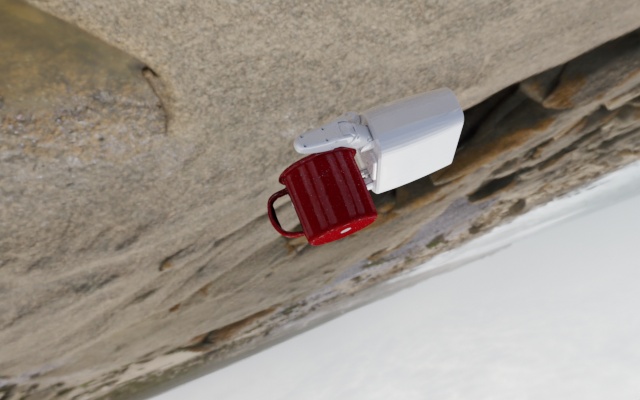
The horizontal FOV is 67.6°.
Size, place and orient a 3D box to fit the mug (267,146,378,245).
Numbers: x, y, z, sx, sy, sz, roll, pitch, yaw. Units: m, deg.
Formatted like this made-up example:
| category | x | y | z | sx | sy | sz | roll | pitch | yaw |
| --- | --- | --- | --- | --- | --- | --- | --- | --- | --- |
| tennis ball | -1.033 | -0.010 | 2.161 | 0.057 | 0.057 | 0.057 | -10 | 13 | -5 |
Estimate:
| category | x | y | z | sx | sy | sz | roll | pitch | yaw |
| --- | --- | --- | --- | --- | --- | --- | --- | --- | --- |
| mug | -0.001 | 0.002 | 0.520 | 0.117 | 0.081 | 0.093 | -20 | -13 | -7 |
